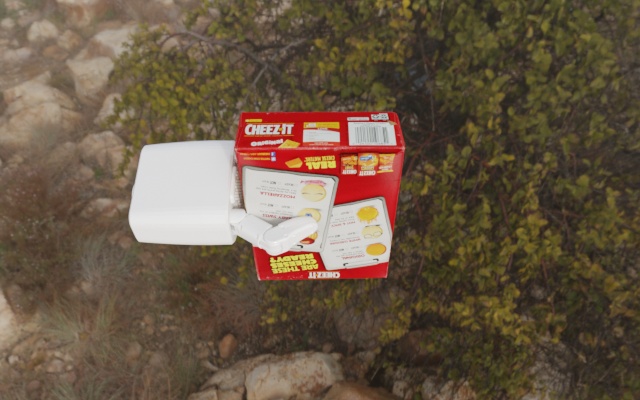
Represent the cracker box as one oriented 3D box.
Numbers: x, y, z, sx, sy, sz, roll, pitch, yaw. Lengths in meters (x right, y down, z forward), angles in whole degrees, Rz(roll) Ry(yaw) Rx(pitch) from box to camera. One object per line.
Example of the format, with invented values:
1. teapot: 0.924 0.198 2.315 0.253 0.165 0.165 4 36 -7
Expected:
1. cracker box: 0.000 0.002 0.544 0.164 0.072 0.214 -1 -44 1
